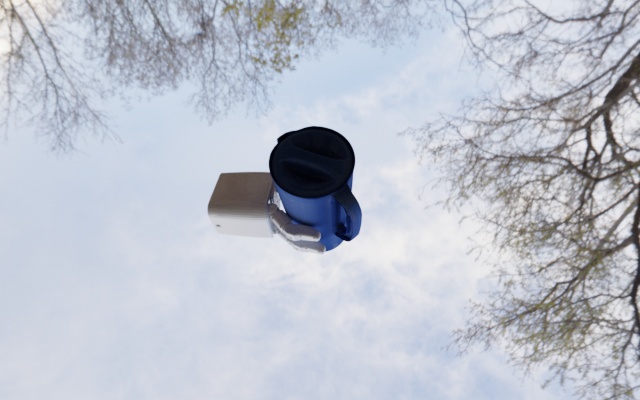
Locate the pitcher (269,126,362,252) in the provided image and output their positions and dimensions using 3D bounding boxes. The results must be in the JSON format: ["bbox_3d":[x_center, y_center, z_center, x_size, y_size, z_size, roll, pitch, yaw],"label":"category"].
[{"bbox_3d":[0.000,0.003,0.820,0.145,0.149,0.243,2,-30,5],"label":"pitcher"}]
